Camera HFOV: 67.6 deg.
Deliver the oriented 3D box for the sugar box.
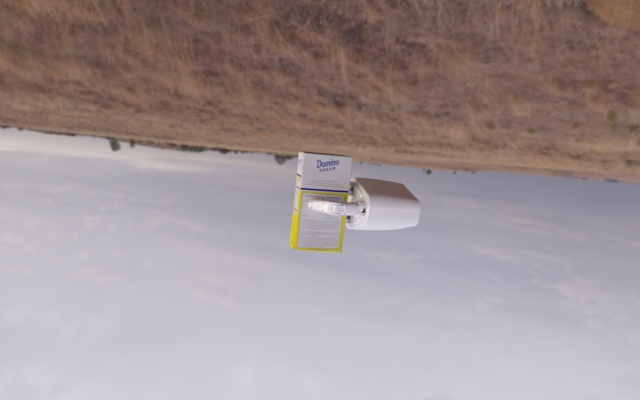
[{"bbox_3d":[0.000,0.003,0.863,0.093,0.176,0.048,4,7,-16],"label":"sugar box"}]
